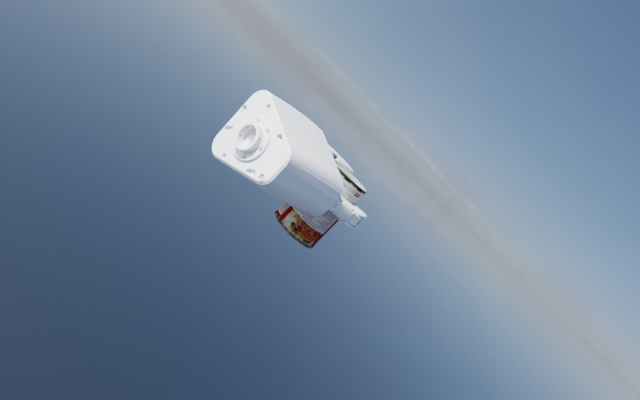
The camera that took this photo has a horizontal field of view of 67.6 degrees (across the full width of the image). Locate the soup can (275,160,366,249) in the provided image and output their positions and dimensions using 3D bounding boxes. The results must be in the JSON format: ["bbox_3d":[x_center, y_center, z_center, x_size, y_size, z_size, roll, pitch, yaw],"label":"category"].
[{"bbox_3d":[0.001,0.002,0.611,0.068,0.102,0.068,42,10,-9],"label":"soup can"}]
